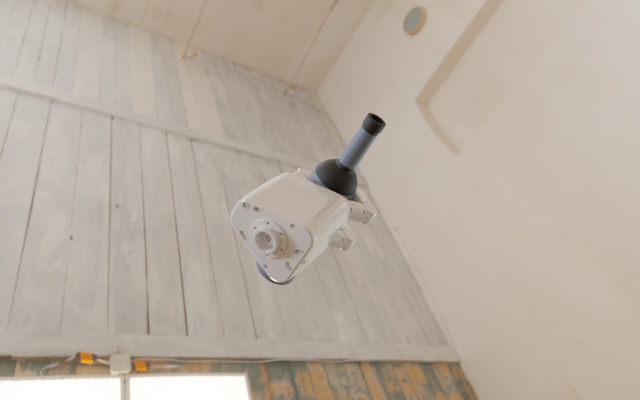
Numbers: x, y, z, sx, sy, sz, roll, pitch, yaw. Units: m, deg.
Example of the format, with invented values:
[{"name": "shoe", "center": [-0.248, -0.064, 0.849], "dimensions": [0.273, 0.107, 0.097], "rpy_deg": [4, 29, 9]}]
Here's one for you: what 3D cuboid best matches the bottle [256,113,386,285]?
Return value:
[{"name": "bottle", "center": [0.000, 0.002, 0.677], "dimensions": [0.069, 0.296, 0.069], "rpy_deg": [24, 32, -16]}]
